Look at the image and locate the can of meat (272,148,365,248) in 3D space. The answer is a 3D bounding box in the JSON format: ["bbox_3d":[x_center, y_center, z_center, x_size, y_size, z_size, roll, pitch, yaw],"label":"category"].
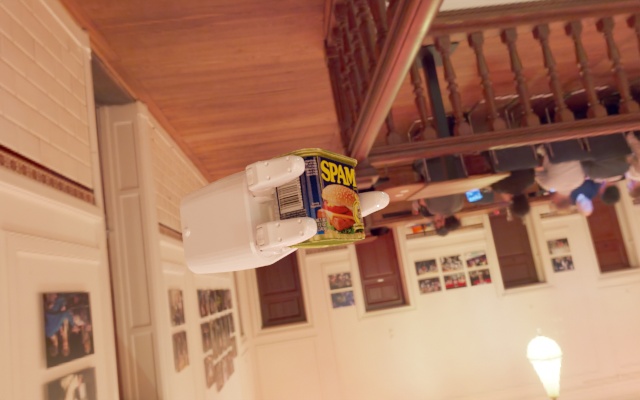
[{"bbox_3d":[0.000,0.002,0.466,0.057,0.084,0.102,-13,-11,29],"label":"can of meat"}]
